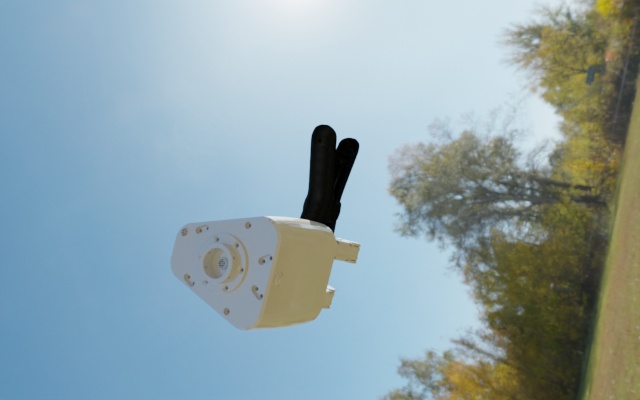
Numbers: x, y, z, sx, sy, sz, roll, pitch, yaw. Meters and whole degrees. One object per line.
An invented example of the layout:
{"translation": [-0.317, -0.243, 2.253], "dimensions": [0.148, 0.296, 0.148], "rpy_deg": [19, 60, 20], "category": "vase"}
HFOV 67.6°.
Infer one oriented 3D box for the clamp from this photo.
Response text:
{"translation": [0.000, 0.002, 0.505], "dimensions": [0.039, 0.171, 0.120], "rpy_deg": [12, -5, 23], "category": "clamp"}
